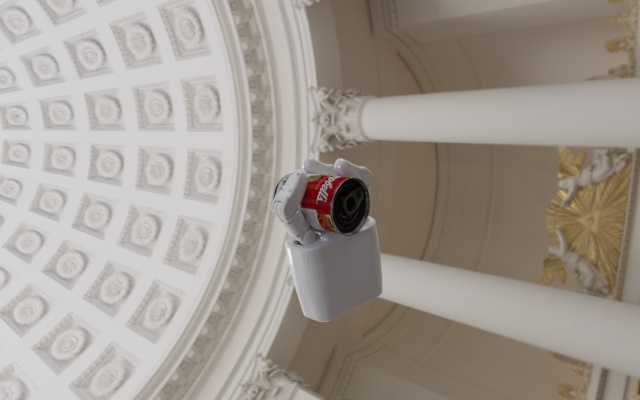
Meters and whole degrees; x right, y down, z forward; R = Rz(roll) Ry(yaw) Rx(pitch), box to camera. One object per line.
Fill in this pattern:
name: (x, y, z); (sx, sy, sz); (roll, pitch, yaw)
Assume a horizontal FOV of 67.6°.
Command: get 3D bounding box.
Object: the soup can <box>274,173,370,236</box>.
soup can: (0.000, 0.001, 0.584); (0.102, 0.068, 0.068); (8, 6, 43)
